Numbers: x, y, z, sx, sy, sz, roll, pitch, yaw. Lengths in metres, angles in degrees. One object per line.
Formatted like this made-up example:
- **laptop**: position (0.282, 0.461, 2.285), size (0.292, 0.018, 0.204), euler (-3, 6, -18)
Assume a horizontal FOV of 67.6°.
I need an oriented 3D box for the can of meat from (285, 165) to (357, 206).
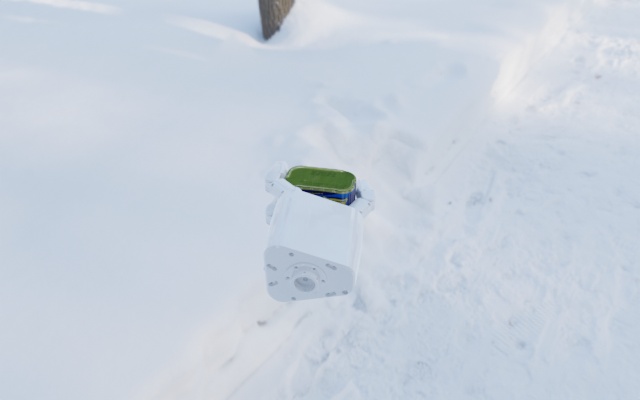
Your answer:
- **can of meat**: position (0.000, 0.002, 0.671), size (0.102, 0.084, 0.057), euler (6, 37, 8)
